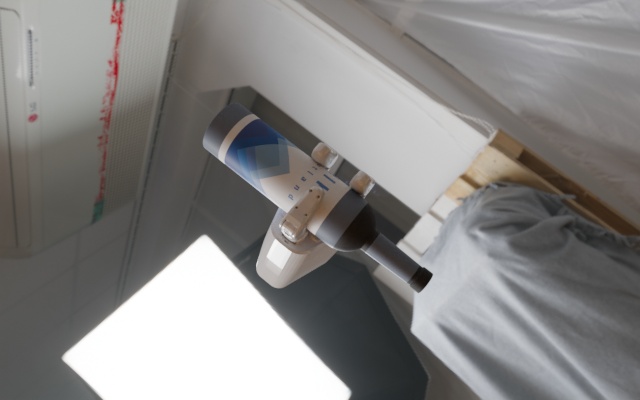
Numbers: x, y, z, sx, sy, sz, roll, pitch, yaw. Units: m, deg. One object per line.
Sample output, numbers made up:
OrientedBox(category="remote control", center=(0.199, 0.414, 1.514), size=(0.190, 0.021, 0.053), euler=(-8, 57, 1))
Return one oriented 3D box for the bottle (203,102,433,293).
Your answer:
OrientedBox(category="bottle", center=(0.000, 0.002, 0.541), size=(0.295, 0.069, 0.069), euler=(38, 5, 7))
